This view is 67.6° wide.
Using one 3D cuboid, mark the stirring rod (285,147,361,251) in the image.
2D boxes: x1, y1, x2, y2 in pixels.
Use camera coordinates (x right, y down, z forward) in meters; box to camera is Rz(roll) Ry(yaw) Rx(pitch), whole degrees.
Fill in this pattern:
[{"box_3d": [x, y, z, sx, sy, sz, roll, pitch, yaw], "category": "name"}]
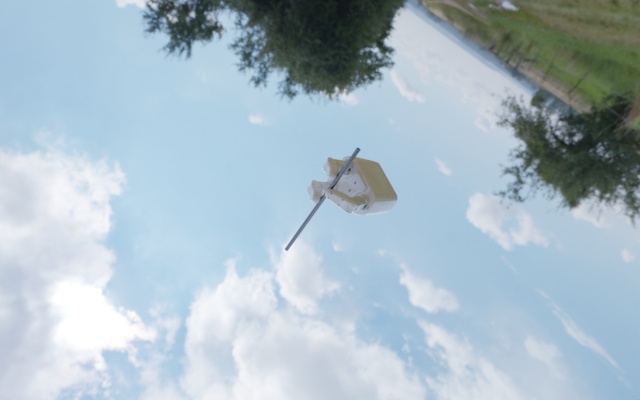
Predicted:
[{"box_3d": [0.000, 0.003, 0.852, 0.011, 0.240, 0.011, 29, 24, -14], "category": "stirring rod"}]
